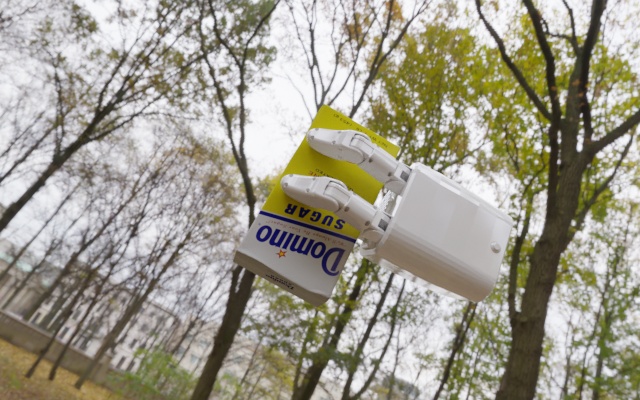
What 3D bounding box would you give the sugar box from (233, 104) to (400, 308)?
[{"bbox_3d":[0.000,0.001,0.458,0.093,0.176,0.048,29,-27,-3],"label":"sugar box"}]
